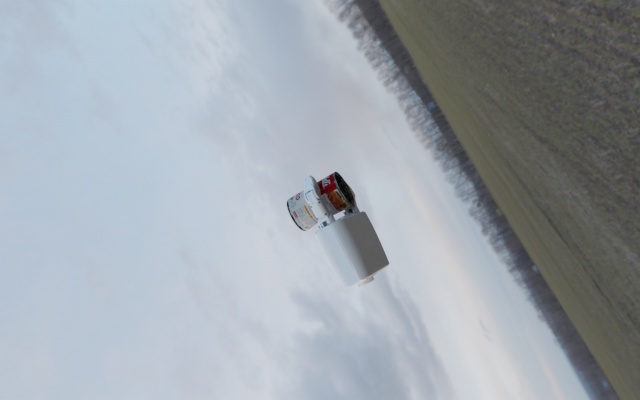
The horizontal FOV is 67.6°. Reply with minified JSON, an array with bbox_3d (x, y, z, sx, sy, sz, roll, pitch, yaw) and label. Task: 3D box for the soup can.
[{"bbox_3d":[0.000,0.002,0.845,0.102,0.068,0.068,-29,-9,17],"label":"soup can"}]
